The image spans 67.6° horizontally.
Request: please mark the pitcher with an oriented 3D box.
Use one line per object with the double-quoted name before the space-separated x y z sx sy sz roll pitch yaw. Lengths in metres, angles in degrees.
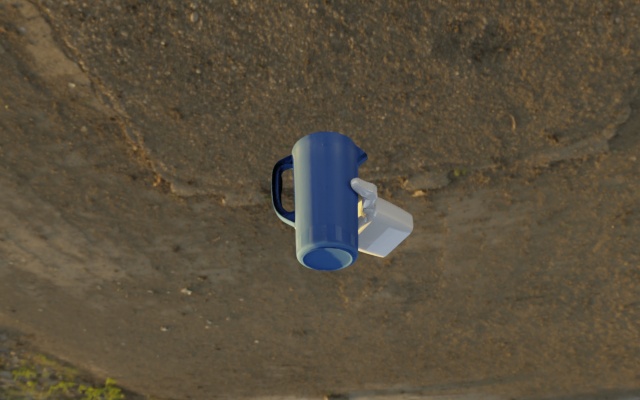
"pitcher" 0.000 0.003 0.890 0.145 0.242 0.149 23 -40 -31
